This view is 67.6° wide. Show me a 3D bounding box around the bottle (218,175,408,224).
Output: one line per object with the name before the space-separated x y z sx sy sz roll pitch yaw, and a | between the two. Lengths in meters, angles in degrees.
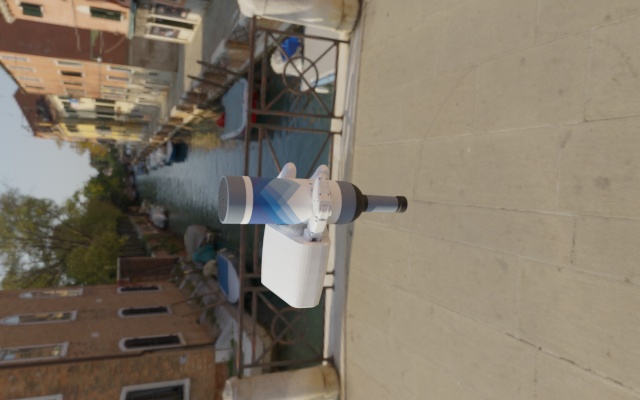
bottle | 0.000 0.002 0.716 0.296 0.069 0.069 2 -1 -24
